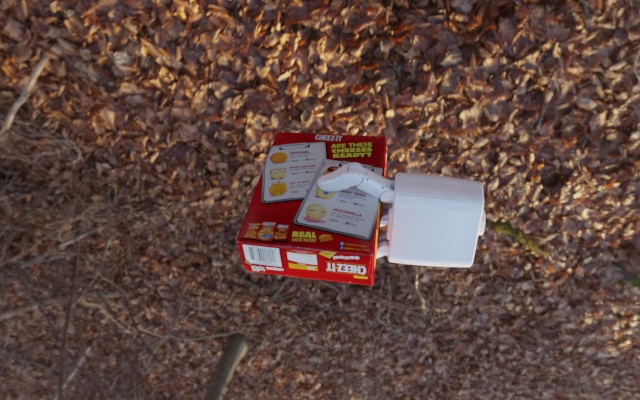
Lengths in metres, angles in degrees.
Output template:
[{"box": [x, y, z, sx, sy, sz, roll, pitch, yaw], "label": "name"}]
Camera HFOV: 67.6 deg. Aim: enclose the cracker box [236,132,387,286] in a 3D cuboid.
[{"box": [0.000, 0.002, 0.636, 0.164, 0.213, 0.072, 4, -44, 9], "label": "cracker box"}]
